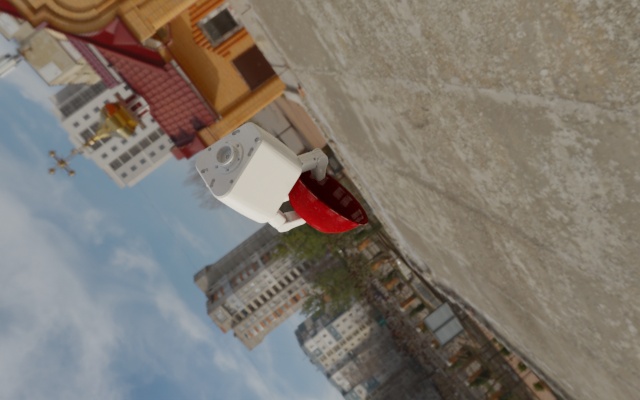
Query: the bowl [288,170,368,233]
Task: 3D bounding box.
[{"bbox_3d":[0.001,0.003,0.788,0.162,0.055,0.162,35,17,-13],"label":"bowl"}]
